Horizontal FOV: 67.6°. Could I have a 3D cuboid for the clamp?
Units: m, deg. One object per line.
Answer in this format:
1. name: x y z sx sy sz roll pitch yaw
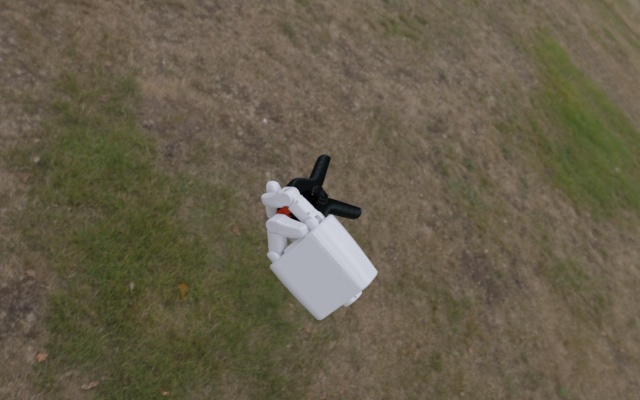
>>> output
1. clamp: 0.000 0.002 0.746 0.039 0.120 0.171 -41 -1 41
